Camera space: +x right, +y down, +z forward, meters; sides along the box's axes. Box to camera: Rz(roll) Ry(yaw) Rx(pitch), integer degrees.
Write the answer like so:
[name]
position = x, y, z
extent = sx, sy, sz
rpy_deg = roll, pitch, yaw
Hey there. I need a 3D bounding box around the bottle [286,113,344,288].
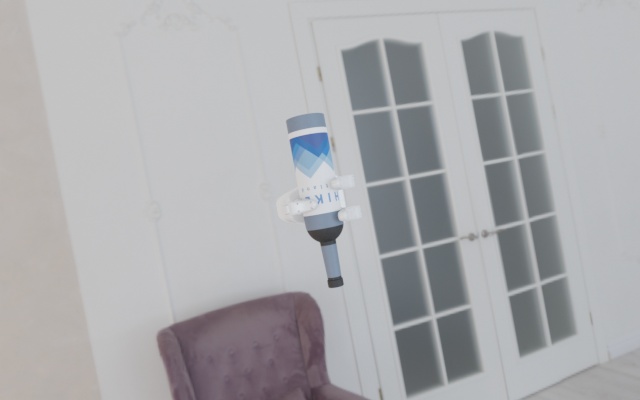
[bottle]
position = 0.000, 0.002, 0.818
extent = 0.069, 0.295, 0.069
rpy_deg = -11, 1, 0
